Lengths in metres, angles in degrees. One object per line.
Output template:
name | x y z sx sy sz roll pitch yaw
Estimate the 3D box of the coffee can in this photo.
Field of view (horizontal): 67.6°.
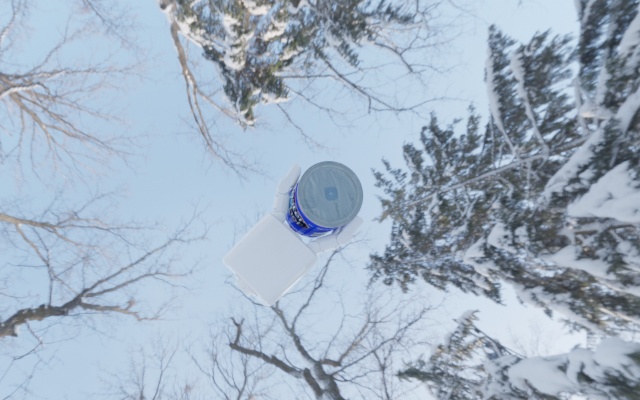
coffee can | 0.000 0.002 0.785 0.103 0.102 0.140 0 -11 -14
